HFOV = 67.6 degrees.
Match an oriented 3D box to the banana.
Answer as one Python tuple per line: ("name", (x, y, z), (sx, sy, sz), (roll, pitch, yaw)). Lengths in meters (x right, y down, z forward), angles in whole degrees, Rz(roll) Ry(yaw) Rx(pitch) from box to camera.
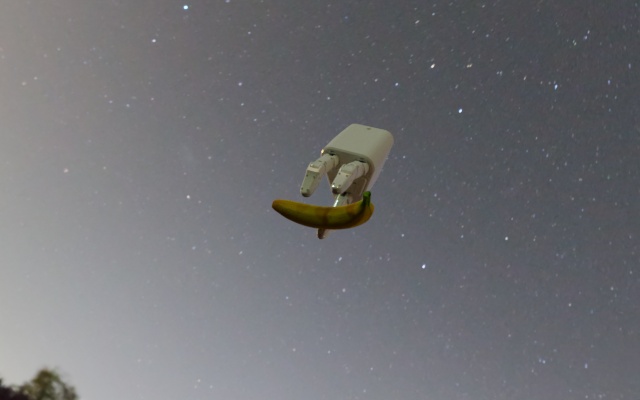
("banana", (0.011, 0.017, 0.753), (0.198, 0.070, 0.037), (-7, 32, 38))
